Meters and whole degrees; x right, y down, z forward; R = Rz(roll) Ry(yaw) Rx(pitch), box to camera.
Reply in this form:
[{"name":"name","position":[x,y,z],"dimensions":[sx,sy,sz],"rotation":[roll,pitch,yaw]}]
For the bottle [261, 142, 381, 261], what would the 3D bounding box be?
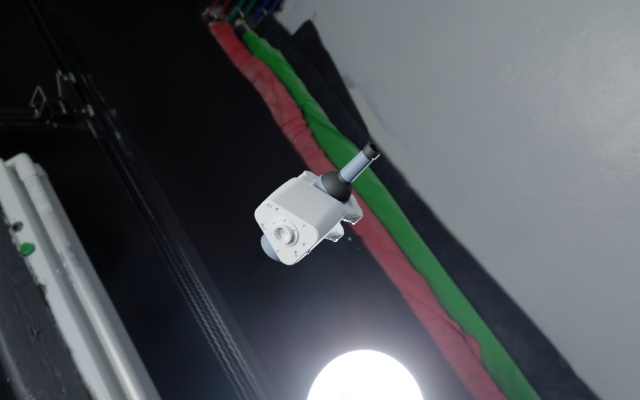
[{"name":"bottle","position":[0.000,0.003,0.860],"dimensions":[0.069,0.069,0.296],"rotation":[0,-37,-49]}]
